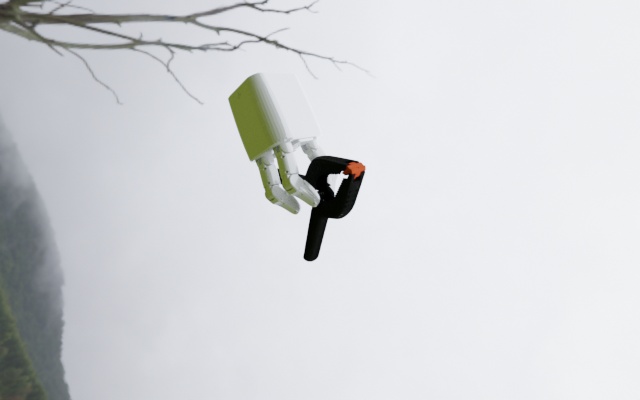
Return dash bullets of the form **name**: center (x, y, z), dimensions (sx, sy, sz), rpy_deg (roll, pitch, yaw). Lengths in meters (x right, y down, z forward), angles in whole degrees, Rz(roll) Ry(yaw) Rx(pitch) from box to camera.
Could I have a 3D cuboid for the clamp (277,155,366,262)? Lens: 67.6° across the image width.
- **clamp**: center (0.001, 0.002, 0.712), dimensions (0.036, 0.164, 0.210), rpy_deg (-21, -2, -37)
